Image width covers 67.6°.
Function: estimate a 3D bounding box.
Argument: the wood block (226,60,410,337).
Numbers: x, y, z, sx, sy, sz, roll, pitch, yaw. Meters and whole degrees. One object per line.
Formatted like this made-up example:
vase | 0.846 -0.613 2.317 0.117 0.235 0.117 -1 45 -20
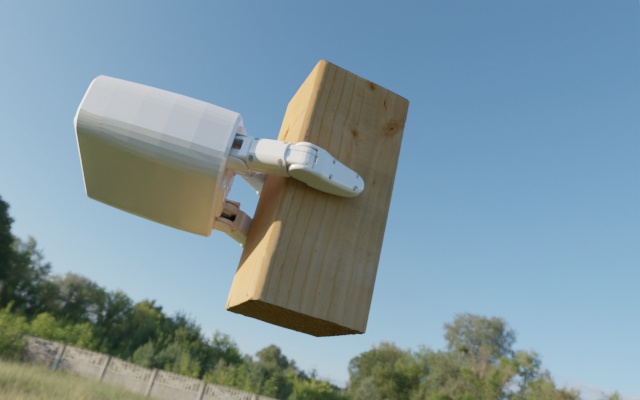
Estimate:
wood block | 0.000 0.001 0.406 0.090 0.206 0.091 21 -23 -17
